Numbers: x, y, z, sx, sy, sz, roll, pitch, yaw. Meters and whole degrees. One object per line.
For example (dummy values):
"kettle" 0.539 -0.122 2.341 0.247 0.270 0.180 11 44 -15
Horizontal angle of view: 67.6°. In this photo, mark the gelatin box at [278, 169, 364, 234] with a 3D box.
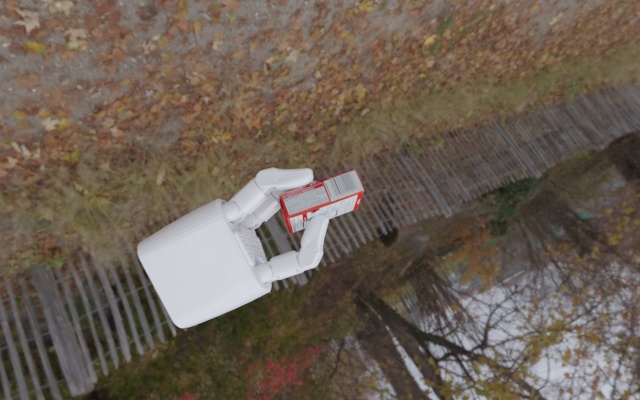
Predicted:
"gelatin box" 0.001 0.002 0.530 0.089 0.030 0.073 -19 -15 -6
